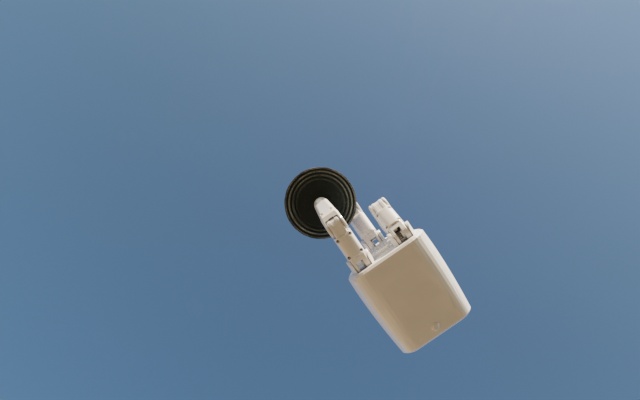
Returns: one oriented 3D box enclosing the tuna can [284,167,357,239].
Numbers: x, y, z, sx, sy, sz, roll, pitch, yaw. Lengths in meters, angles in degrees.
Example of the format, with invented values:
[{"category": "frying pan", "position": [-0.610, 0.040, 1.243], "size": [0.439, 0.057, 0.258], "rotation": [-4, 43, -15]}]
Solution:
[{"category": "tuna can", "position": [0.000, 0.002, 0.580], "size": [0.086, 0.086, 0.034], "rotation": [0, 5, 0]}]
